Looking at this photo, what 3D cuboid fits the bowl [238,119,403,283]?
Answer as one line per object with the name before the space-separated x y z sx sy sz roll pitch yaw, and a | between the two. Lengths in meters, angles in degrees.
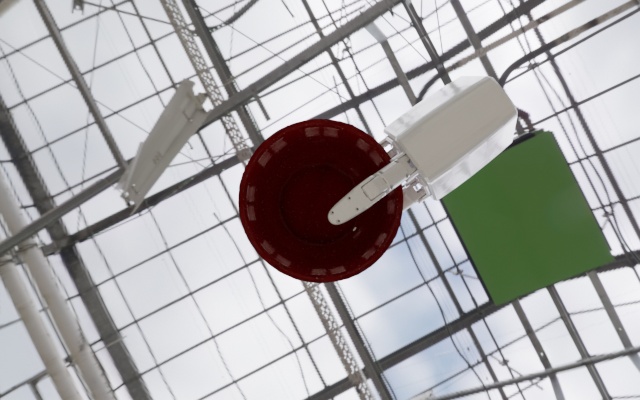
bowl | -0.001 0.002 0.490 0.162 0.162 0.055 0 -5 -2
